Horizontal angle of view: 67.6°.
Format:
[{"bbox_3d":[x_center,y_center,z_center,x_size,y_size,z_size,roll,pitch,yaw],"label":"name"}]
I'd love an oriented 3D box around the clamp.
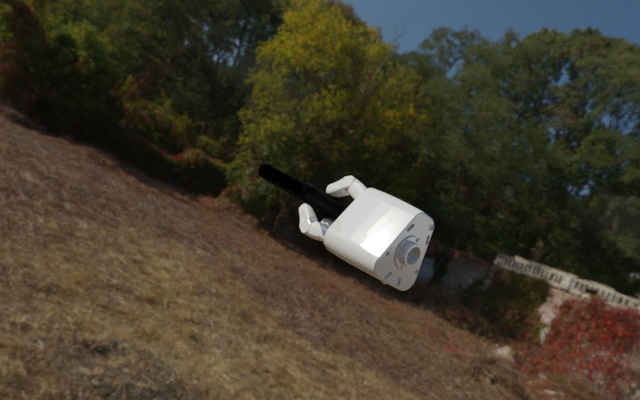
[{"bbox_3d":[0.001,0.002,0.786,0.210,0.036,0.164,31,-1,-40],"label":"clamp"}]
